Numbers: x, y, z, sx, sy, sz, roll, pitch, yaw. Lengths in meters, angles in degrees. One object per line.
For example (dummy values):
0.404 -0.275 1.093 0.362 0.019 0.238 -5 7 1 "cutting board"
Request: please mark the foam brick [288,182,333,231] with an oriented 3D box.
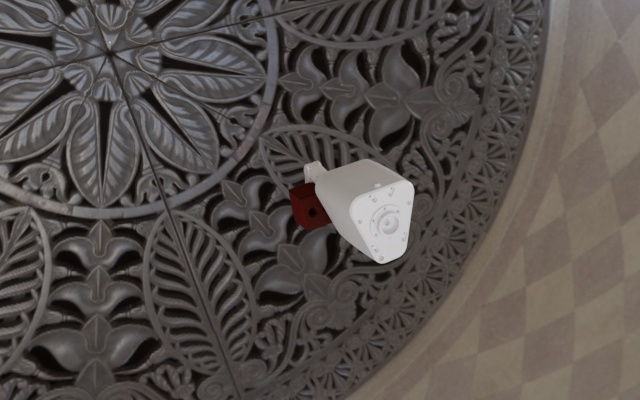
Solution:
0.000 0.002 0.702 0.078 0.053 0.051 -20 25 -16 "foam brick"
